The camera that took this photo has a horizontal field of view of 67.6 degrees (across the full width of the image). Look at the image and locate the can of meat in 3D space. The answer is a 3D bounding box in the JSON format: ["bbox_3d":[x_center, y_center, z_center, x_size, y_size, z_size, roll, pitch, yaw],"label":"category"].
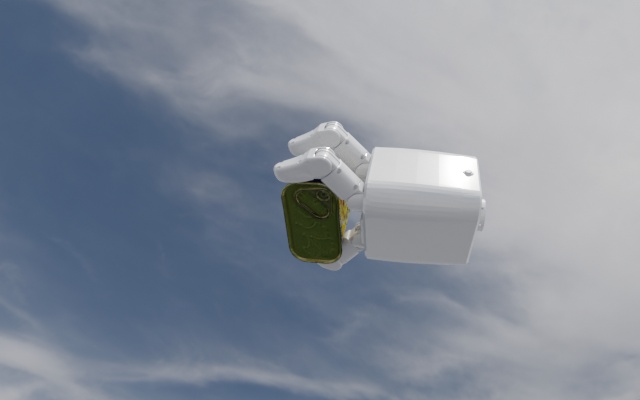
[{"bbox_3d":[0.000,0.002,0.513,0.057,0.102,0.084,3,36,12],"label":"can of meat"}]
